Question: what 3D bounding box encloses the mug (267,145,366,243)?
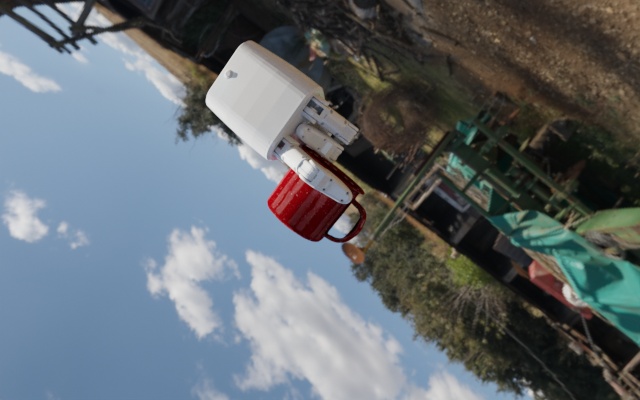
[{"bbox_3d":[0.001,0.003,0.561,0.117,0.081,0.093,40,9,14],"label":"mug"}]
